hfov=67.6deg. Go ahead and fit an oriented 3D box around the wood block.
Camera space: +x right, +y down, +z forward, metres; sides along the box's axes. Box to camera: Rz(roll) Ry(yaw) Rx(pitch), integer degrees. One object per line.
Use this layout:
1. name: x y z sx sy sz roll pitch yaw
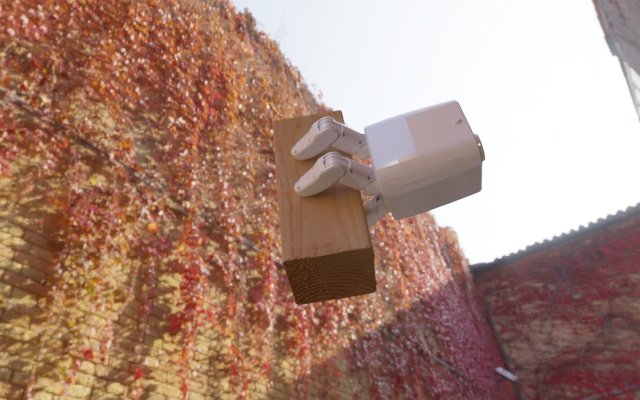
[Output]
1. wood block: 0.001 0.002 0.548 0.090 0.206 0.091 -10 -41 2
